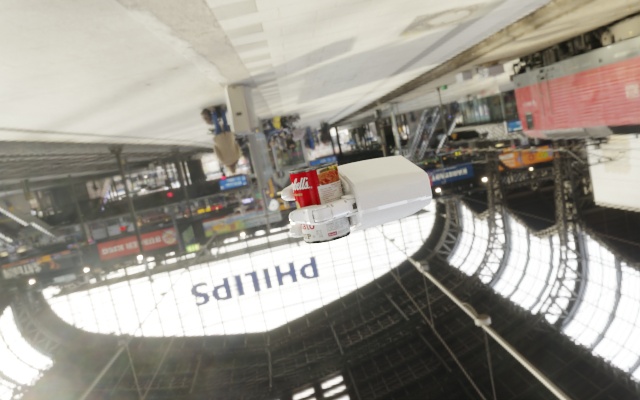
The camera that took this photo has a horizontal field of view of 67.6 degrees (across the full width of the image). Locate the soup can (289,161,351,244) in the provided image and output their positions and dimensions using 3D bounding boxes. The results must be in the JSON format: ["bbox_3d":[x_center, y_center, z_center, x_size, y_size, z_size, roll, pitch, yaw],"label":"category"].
[{"bbox_3d":[0.000,0.003,0.658,0.068,0.102,0.068,-12,7,1],"label":"soup can"}]
